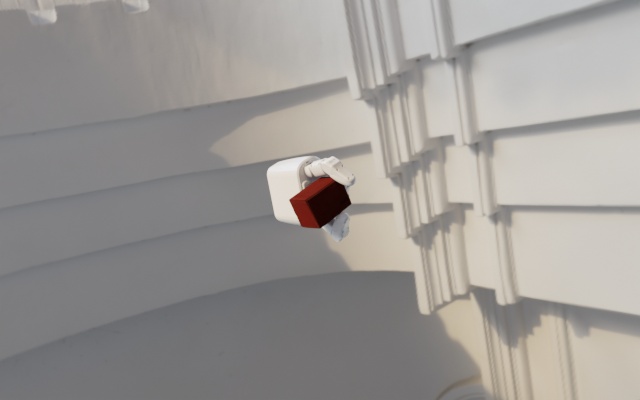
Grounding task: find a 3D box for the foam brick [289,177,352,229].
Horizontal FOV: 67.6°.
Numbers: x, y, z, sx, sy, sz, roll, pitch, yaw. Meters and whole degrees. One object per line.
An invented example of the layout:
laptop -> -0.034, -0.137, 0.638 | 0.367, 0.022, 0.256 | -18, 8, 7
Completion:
foam brick -> 0.000, 0.003, 0.757 | 0.078, 0.053, 0.051 | -36, 22, -32
